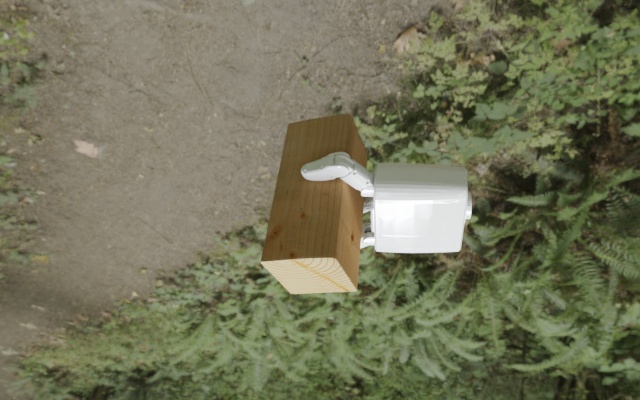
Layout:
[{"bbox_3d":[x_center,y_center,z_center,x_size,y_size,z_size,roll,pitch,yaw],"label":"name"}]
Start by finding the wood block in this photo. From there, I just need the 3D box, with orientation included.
[{"bbox_3d":[0.000,0.002,0.599,0.090,0.206,0.091,-6,-35,20],"label":"wood block"}]
